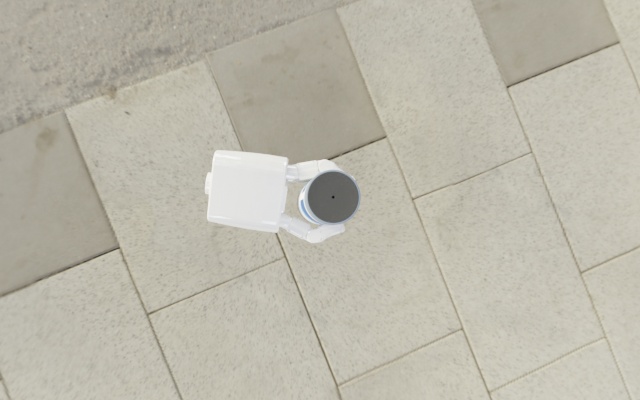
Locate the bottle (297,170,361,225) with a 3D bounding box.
[{"bbox_3d":[0.000,0.002,0.714,0.069,0.069,0.296,0,-2,-6],"label":"bottle"}]
